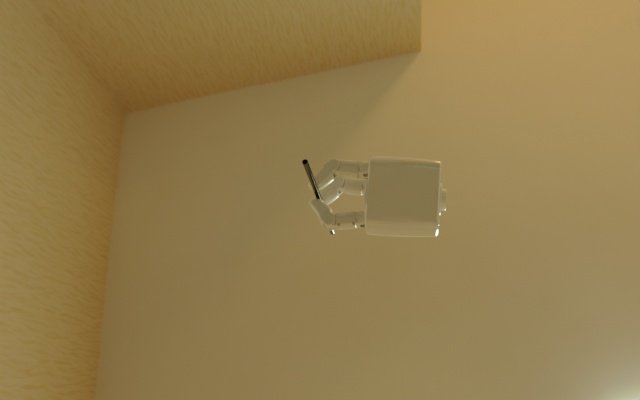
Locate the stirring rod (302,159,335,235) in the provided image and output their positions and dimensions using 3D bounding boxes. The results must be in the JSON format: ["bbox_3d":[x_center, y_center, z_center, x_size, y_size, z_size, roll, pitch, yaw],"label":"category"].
[{"bbox_3d":[0.000,0.002,0.757,0.011,0.011,0.240,0,-27,11],"label":"stirring rod"}]
